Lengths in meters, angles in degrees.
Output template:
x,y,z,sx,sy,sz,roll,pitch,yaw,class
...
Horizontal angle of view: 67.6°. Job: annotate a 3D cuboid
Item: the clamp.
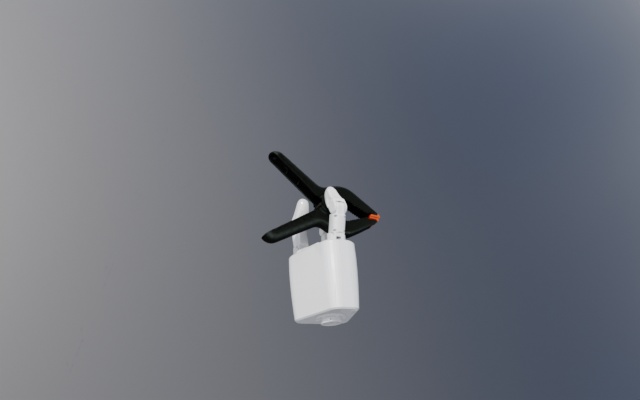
x,y,z,sx,sy,sz,roll,pitch,yaw,class
0.001,0.003,0.790,0.210,0.164,0.036,8,-30,-26,clamp
